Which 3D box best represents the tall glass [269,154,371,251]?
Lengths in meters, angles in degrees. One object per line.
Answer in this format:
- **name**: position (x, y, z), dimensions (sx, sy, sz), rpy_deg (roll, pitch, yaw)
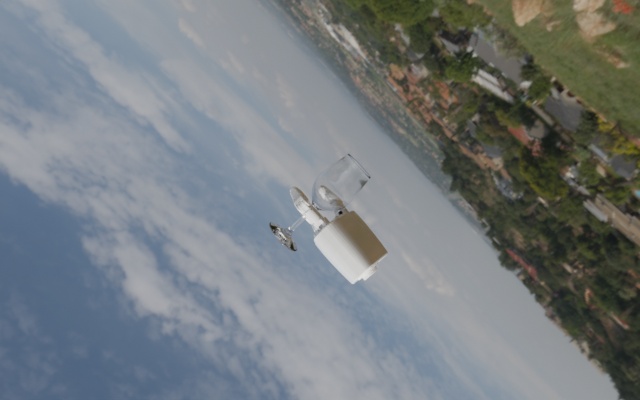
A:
- **tall glass**: position (0.000, 0.003, 0.895), dimensions (0.201, 0.079, 0.079), rpy_deg (-43, -10, 10)
